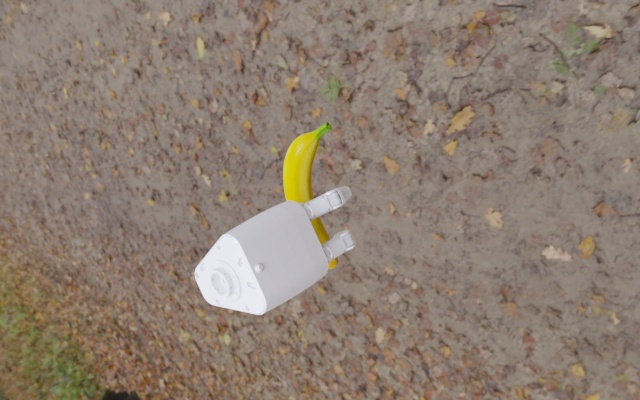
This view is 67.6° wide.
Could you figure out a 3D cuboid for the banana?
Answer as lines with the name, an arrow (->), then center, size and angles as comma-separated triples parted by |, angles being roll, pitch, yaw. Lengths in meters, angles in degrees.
banana -> -0.016, -0.003, 0.637 | 0.069, 0.198, 0.037 | 6, 19, 33
